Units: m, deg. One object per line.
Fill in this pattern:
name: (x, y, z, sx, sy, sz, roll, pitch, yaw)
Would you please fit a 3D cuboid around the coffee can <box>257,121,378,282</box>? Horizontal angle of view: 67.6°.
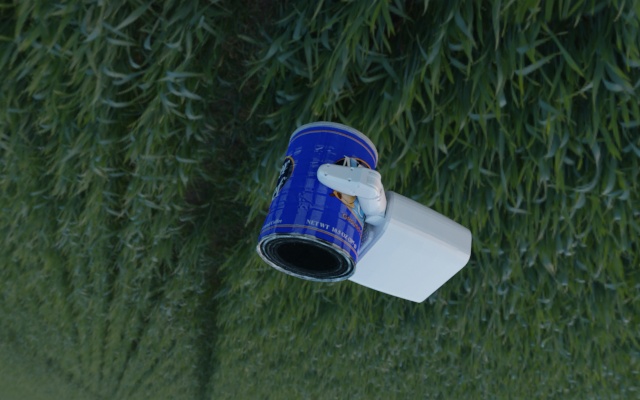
coffee can: (0.000, 0.001, 0.511, 0.103, 0.140, 0.103, 11, -31, 6)
